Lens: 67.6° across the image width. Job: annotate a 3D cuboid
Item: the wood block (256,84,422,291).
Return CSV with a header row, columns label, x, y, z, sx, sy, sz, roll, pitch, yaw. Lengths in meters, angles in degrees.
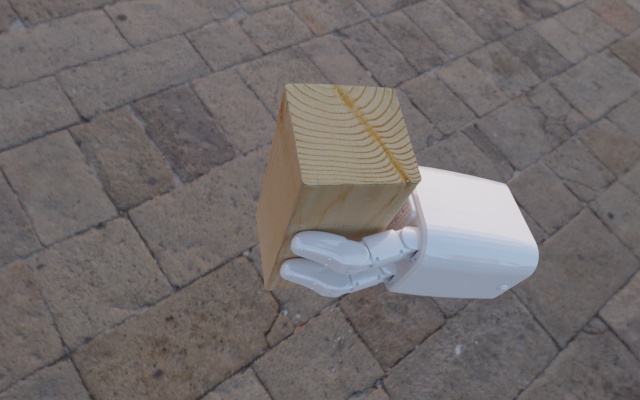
label,x,y,z,sx,sy,sz,roll,pitch,yaw
wood block,0.000,0.001,0.429,0.090,0.090,0.206,-2,-29,-16
